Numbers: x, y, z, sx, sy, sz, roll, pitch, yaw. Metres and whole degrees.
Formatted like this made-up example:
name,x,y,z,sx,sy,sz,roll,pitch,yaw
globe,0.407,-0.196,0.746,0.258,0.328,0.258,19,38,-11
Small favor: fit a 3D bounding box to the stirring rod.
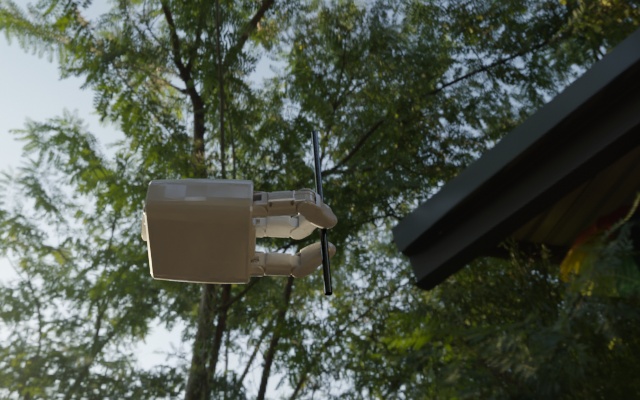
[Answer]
name,x,y,z,sx,sy,sz,roll,pitch,yaw
stirring rod,0.000,0.002,0.554,0.011,0.239,0.011,-3,-40,-2
